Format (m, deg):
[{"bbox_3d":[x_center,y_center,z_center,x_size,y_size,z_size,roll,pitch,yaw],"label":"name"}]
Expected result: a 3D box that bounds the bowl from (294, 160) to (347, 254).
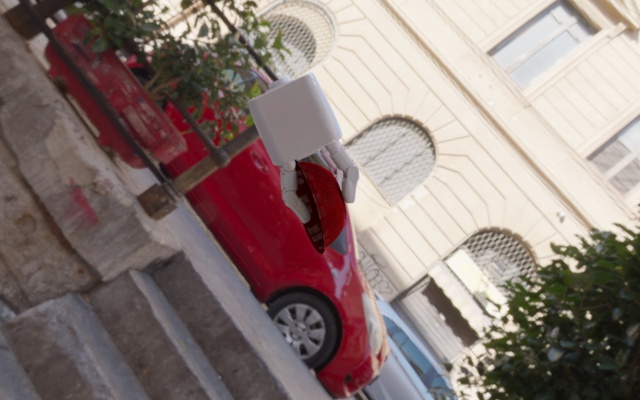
[{"bbox_3d":[0.001,0.004,0.777,0.055,0.162,0.162,-17,4,-13],"label":"bowl"}]
